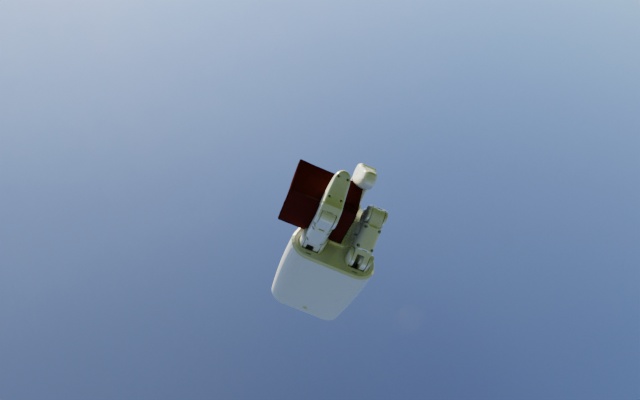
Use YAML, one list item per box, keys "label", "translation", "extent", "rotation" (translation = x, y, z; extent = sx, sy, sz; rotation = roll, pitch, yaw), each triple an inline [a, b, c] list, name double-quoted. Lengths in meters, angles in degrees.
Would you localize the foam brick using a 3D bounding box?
- label: "foam brick"
  translation: [0.000, 0.001, 0.525]
  extent: [0.078, 0.053, 0.051]
  rotation: [23, -46, -5]
